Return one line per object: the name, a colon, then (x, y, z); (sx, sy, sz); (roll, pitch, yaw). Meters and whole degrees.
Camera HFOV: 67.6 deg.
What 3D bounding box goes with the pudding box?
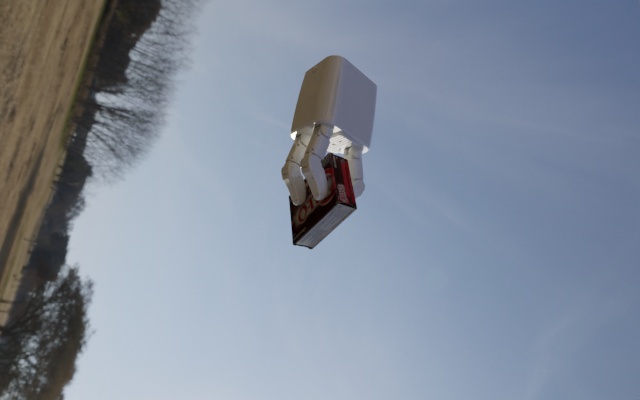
pudding box: (0.000, 0.002, 0.673); (0.039, 0.090, 0.113); (18, -45, -28)
